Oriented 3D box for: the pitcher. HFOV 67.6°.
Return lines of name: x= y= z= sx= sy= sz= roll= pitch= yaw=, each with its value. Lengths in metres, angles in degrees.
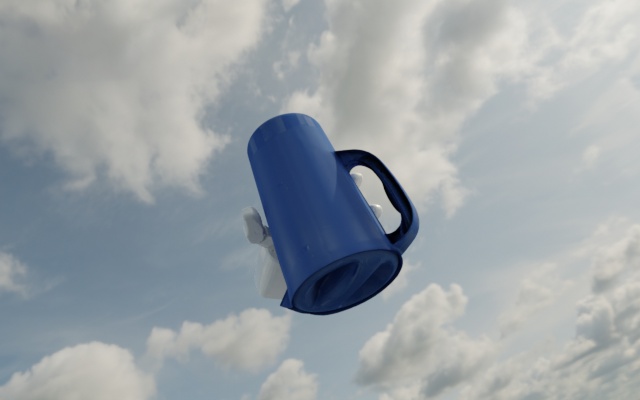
pitcher: x=0.000 y=0.002 z=0.585 sx=0.149 sy=0.242 sz=0.145 roll=-8 pitch=-37 yaw=-23
